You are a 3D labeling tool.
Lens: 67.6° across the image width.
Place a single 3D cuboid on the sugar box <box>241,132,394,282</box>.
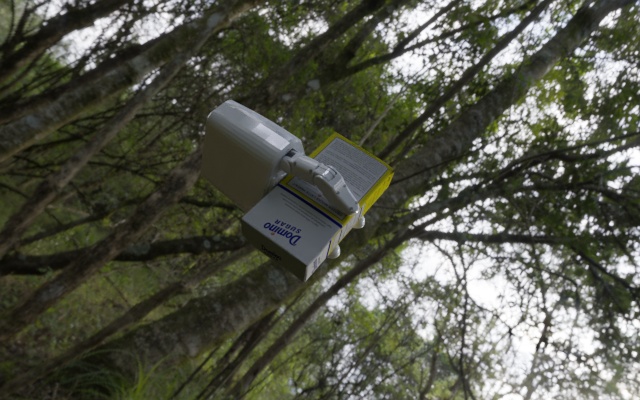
[{"bbox_3d":[0.000,0.002,0.556,0.093,0.176,0.048,34,-31,17],"label":"sugar box"}]
